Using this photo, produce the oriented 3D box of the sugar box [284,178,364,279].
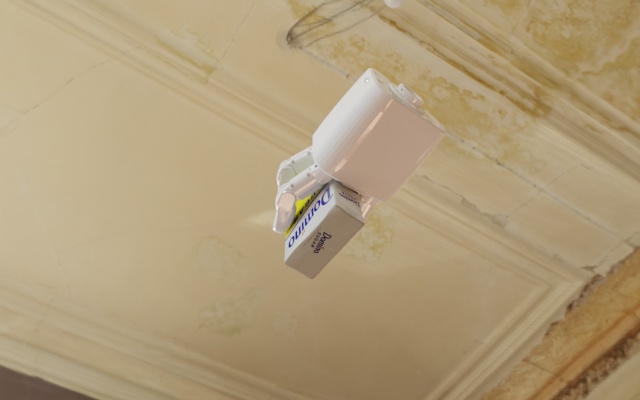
[{"bbox_3d":[0.000,0.001,0.571,0.048,0.093,0.176,34,23,-17],"label":"sugar box"}]
